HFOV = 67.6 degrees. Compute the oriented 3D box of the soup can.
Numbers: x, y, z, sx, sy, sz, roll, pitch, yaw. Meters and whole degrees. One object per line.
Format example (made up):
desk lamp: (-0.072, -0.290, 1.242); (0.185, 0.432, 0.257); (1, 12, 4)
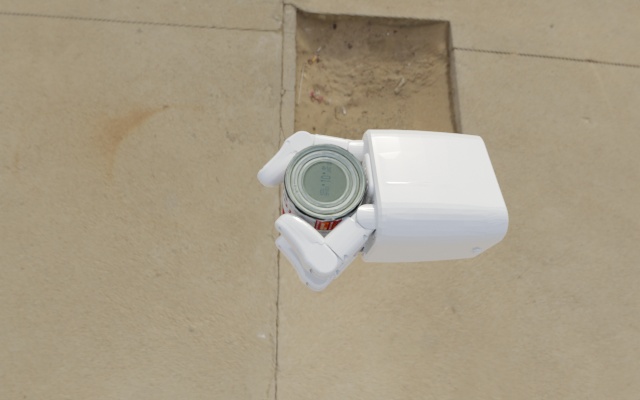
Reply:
soup can: (0.000, 0.001, 0.423); (0.068, 0.068, 0.102); (0, -20, -5)
